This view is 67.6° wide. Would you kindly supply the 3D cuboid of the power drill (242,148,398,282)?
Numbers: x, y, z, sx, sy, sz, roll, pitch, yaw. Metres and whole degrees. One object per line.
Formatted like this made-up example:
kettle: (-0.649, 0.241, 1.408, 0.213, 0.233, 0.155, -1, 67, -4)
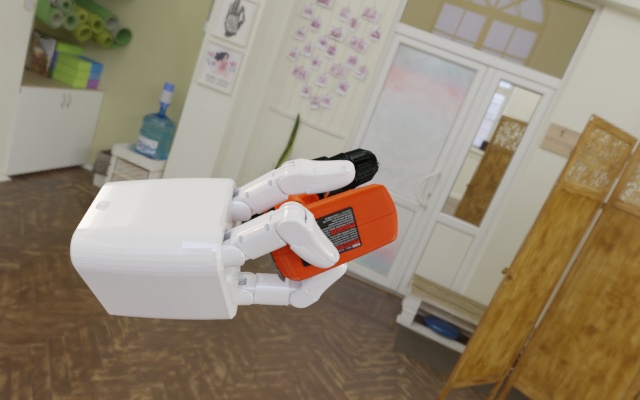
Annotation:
power drill: (0.000, 0.002, 0.458, 0.184, 0.057, 0.187, -22, 17, -12)
